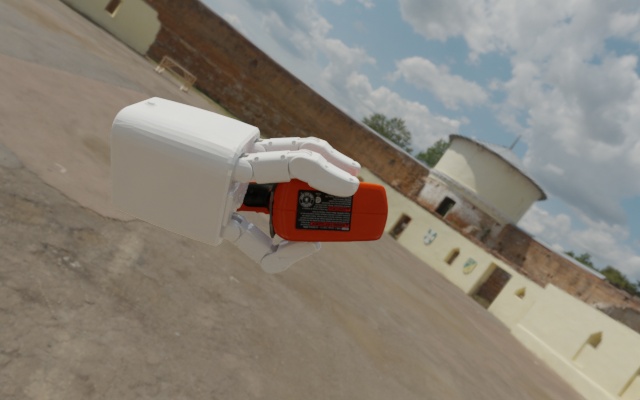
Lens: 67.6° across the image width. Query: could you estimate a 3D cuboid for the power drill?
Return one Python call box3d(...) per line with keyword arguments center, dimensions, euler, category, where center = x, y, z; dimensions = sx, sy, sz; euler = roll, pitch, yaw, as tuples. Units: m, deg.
box3d(center=(0.000, 0.002, 0.507), dimensions=(0.184, 0.057, 0.187), euler=(1, 4, -17), category="power drill")
